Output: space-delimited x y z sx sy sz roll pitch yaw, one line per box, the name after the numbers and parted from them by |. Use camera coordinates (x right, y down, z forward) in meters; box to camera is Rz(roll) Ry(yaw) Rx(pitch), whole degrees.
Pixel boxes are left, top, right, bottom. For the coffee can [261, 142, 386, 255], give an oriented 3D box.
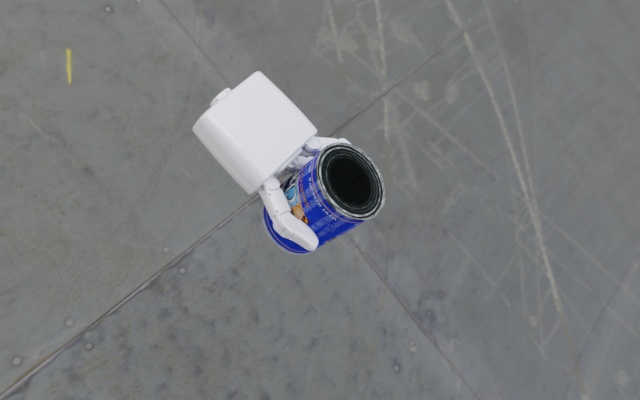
0.000 0.002 0.620 0.103 0.102 0.140 0 -22 -36 | coffee can
